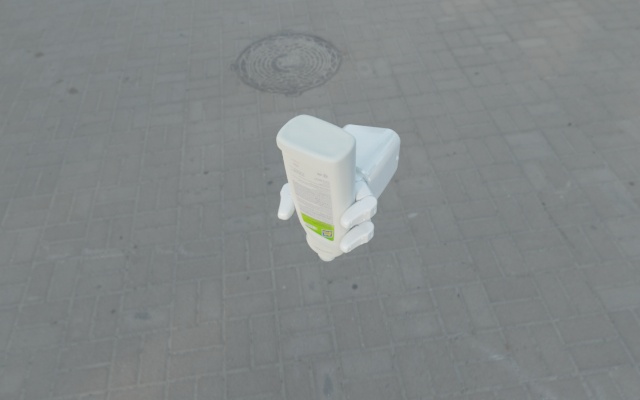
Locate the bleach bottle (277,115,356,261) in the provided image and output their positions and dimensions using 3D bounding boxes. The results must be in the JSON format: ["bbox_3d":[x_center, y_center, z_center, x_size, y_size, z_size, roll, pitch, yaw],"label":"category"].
[{"bbox_3d":[0.000,0.002,0.691,0.102,0.251,0.068,26,55,23],"label":"bleach bottle"}]
